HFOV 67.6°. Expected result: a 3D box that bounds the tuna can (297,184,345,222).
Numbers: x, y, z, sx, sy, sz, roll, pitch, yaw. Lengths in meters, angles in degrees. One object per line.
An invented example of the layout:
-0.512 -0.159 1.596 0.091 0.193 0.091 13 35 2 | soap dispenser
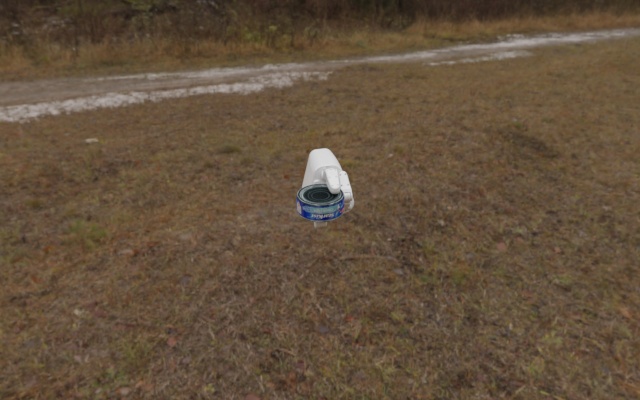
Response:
0.000 0.002 0.846 0.086 0.034 0.086 0 28 0 | tuna can
